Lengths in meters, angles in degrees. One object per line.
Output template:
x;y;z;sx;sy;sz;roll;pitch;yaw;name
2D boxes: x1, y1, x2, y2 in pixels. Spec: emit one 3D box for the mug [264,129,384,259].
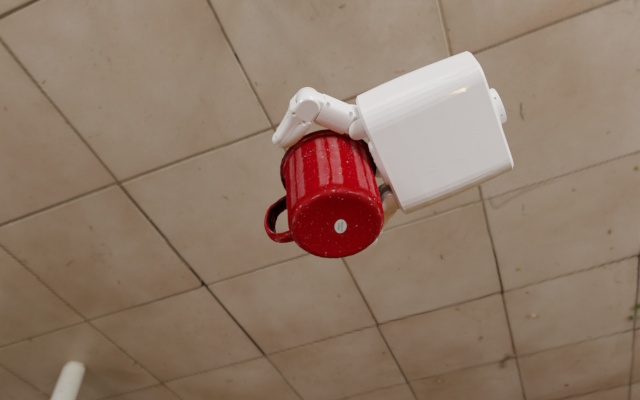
-0.001;0.002;0.429;0.117;0.093;0.081;-24;37;13;mug
